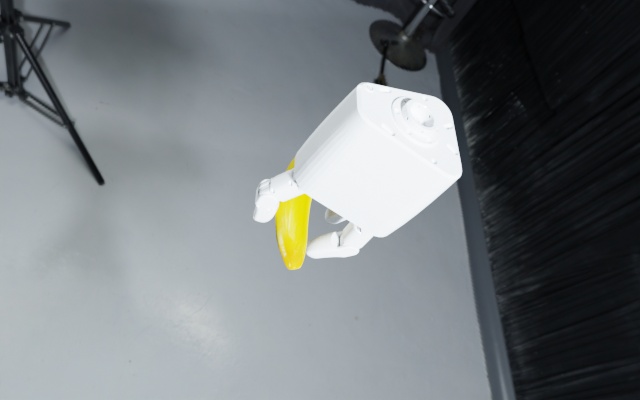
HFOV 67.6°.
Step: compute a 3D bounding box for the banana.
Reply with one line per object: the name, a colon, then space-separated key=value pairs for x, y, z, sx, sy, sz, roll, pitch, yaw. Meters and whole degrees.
banana: x=-0.013 y=-0.012 z=0.538 sx=0.037 sy=0.069 sz=0.197 roll=-40 pitch=15 yaw=44
